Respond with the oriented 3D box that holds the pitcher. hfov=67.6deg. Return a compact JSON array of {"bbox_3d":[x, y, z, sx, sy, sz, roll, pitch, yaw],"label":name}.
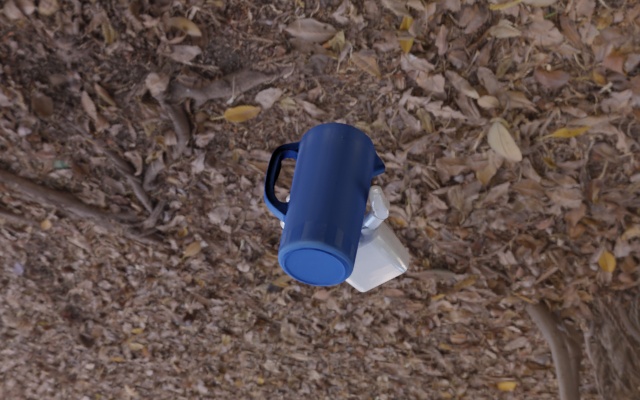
[{"bbox_3d":[0.000,0.003,0.738,0.149,0.242,0.145,-22,-51,33],"label":"pitcher"}]
